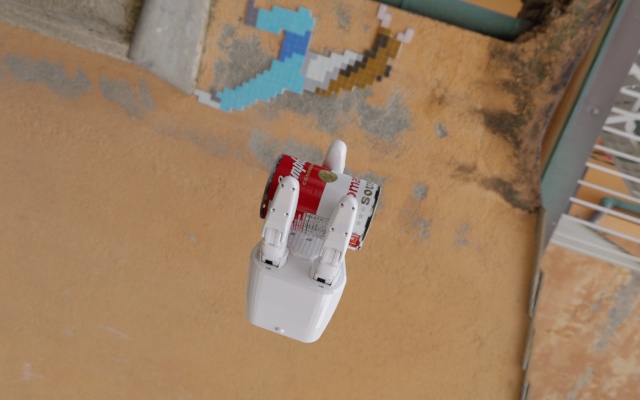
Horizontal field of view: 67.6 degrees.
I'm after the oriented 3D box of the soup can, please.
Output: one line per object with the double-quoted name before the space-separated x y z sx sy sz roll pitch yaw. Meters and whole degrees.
"soup can" 0.000 0.001 0.465 0.102 0.068 0.068 19 1 3
